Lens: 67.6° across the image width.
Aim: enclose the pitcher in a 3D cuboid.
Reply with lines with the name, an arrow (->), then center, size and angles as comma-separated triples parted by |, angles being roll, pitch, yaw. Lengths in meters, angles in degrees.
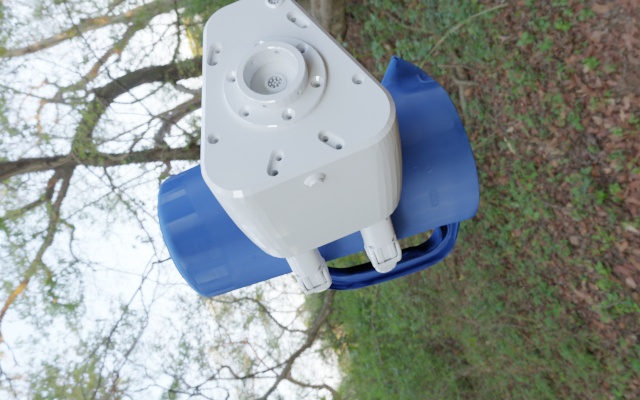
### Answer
pitcher -> 0.000, 0.001, 0.408 | 0.243, 0.149, 0.145 | -21, -21, 0
